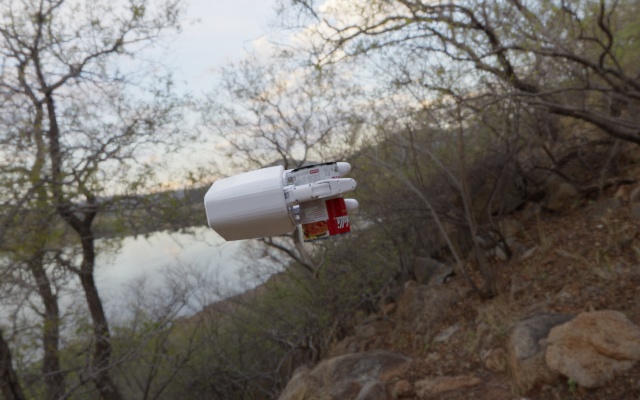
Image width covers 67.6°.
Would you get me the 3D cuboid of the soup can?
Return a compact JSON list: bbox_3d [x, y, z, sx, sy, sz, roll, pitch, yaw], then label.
[{"bbox_3d":[0.001,0.002,0.666,0.068,0.102,0.068,-11,-1,0],"label":"soup can"}]
